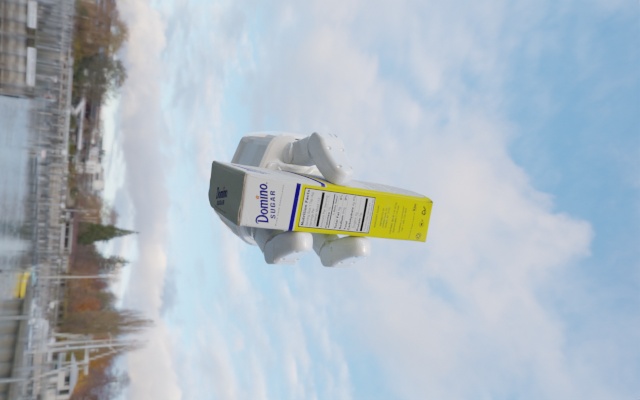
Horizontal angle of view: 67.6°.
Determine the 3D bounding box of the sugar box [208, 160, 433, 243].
[{"bbox_3d":[0.000,0.002,0.415,0.176,0.048,0.093,4,8,-28],"label":"sugar box"}]
